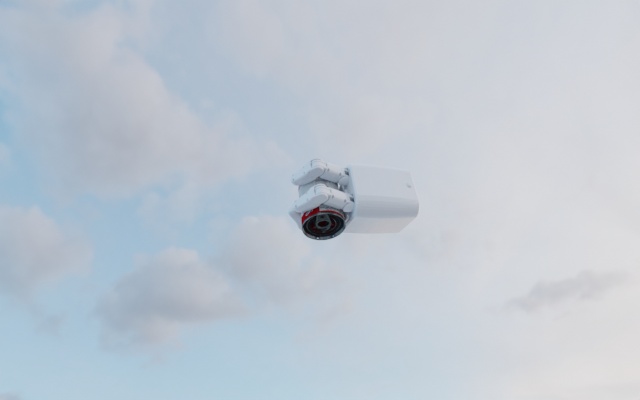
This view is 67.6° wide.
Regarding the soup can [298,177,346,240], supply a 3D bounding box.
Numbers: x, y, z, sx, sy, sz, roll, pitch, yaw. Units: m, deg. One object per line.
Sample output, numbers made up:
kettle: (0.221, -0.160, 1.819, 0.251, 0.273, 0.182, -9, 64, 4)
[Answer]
soup can: (0.000, 0.002, 0.760, 0.068, 0.102, 0.069, -5, -39, -4)
